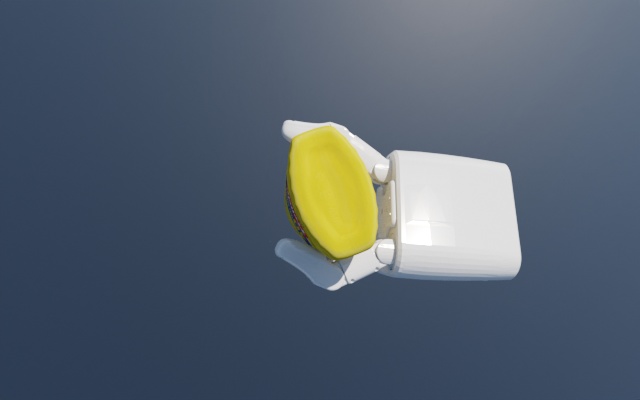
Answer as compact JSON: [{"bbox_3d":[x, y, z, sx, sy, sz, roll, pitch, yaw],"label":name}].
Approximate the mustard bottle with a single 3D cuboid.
[{"bbox_3d":[0.000,0.001,0.425,0.058,0.096,0.191,-21,-2,-7],"label":"mustard bottle"}]
